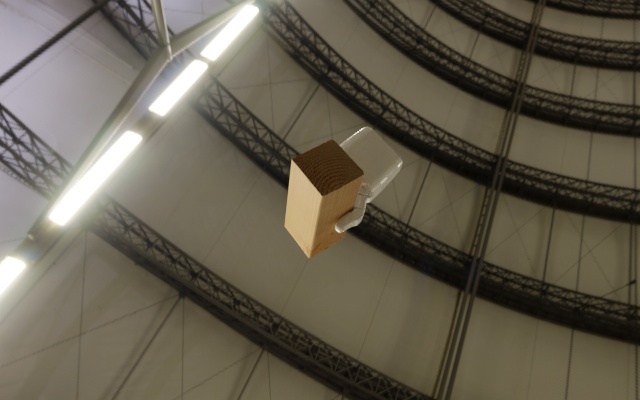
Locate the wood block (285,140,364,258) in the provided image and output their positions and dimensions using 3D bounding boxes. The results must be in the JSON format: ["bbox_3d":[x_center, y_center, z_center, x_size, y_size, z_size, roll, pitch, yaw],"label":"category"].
[{"bbox_3d":[0.001,0.003,0.859,0.090,0.090,0.206,-29,-27,-25],"label":"wood block"}]
